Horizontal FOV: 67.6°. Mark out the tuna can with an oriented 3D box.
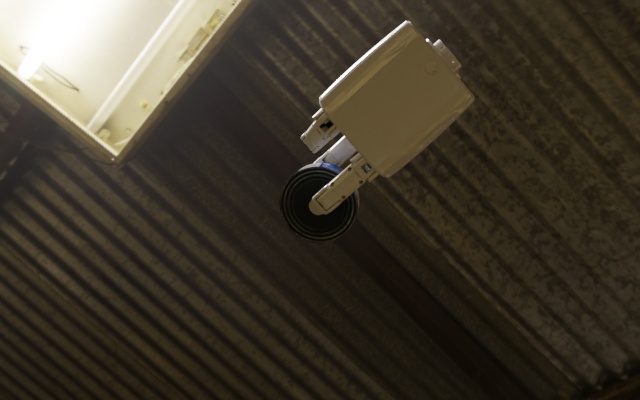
[{"bbox_3d":[0.000,0.002,0.526,0.086,0.086,0.033,0,15,10],"label":"tuna can"}]
